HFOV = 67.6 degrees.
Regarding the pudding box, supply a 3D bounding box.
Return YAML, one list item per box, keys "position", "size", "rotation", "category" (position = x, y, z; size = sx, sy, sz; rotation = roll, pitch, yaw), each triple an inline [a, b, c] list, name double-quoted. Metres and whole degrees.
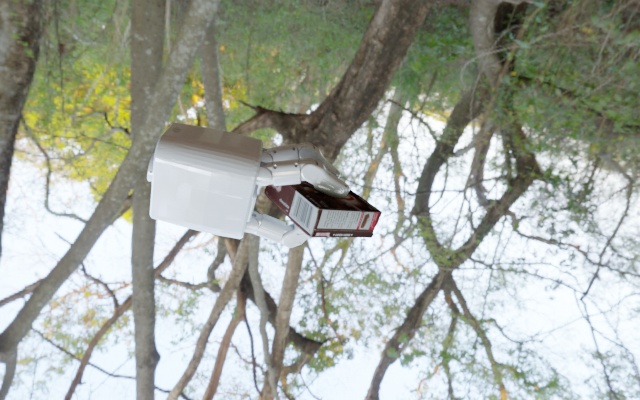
- position: [0.000, 0.002, 0.549]
  size: [0.090, 0.039, 0.113]
  rotation: [3, 26, -36]
  category: "pudding box"
